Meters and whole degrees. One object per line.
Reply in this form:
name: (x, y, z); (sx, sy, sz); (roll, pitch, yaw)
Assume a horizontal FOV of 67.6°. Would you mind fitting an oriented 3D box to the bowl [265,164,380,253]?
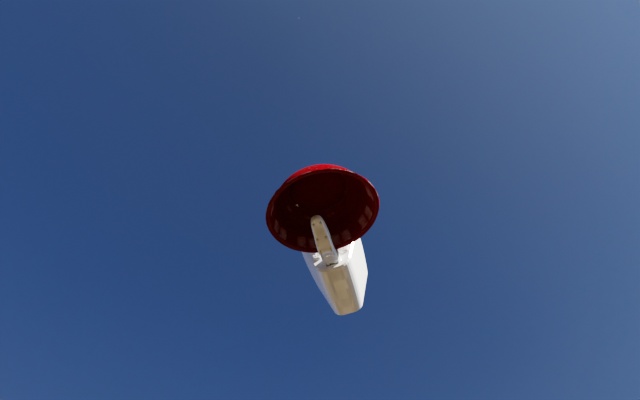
bowl: (0.000, 0.001, 0.688); (0.162, 0.162, 0.055); (0, 42, -12)
